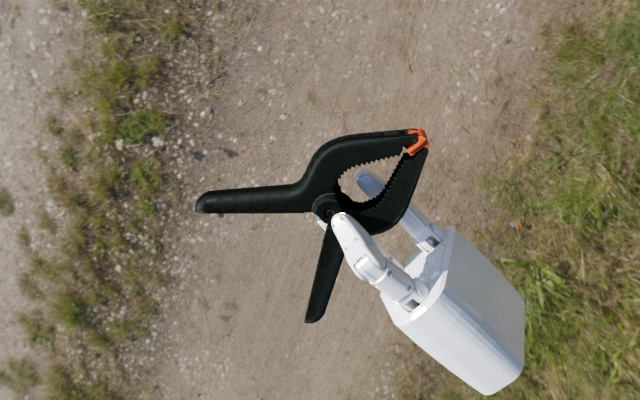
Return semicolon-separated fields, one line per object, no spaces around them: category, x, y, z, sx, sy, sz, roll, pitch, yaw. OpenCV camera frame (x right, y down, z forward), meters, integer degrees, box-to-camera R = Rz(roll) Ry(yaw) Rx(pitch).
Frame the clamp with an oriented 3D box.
clamp;0.000;0.001;0.421;0.164;0.210;0.036;41;22;-11
